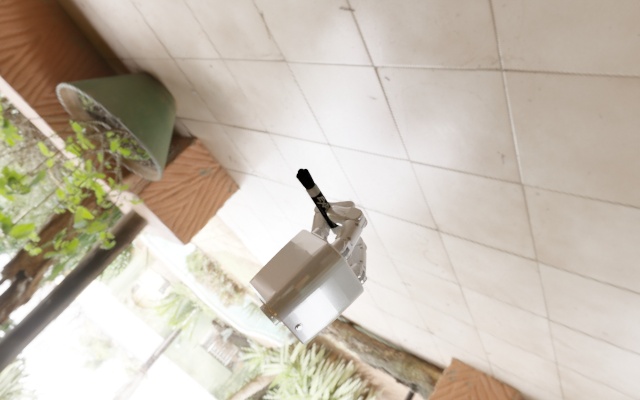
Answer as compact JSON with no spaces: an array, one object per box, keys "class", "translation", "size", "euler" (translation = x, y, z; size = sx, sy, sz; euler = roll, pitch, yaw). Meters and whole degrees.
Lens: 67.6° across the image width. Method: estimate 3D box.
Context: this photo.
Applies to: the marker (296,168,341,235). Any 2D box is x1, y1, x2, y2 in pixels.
[{"class":"marker","translation":[0.000,0.002,0.639],"size":[0.020,0.020,0.121],"euler":[0,-42,35]}]
